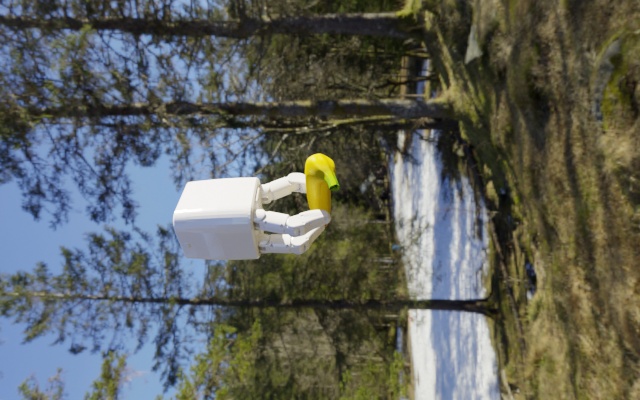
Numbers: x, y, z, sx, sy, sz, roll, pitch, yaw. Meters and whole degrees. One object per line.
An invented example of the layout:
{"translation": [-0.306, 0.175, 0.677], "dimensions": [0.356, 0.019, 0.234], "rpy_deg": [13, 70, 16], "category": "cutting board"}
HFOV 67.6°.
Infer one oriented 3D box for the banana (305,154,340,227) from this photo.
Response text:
{"translation": [-0.001, -0.017, 0.649], "dimensions": [0.037, 0.069, 0.198], "rpy_deg": [-5, -16, -3], "category": "banana"}
